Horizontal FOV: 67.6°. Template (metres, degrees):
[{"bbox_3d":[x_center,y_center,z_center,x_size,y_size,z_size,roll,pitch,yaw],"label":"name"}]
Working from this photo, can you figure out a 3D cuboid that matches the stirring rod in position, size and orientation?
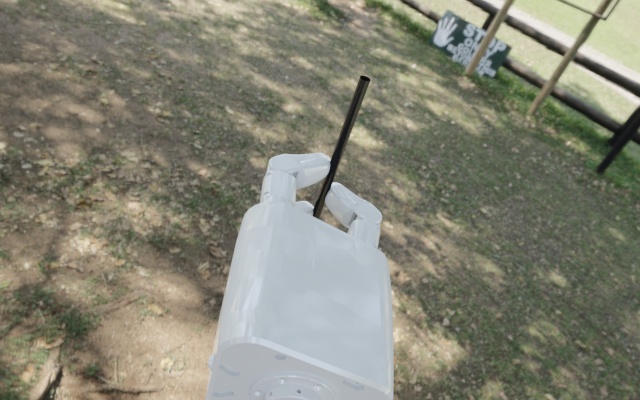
[{"bbox_3d":[0.000,0.001,0.415,0.011,0.240,0.011,12,40,-10],"label":"stirring rod"}]
